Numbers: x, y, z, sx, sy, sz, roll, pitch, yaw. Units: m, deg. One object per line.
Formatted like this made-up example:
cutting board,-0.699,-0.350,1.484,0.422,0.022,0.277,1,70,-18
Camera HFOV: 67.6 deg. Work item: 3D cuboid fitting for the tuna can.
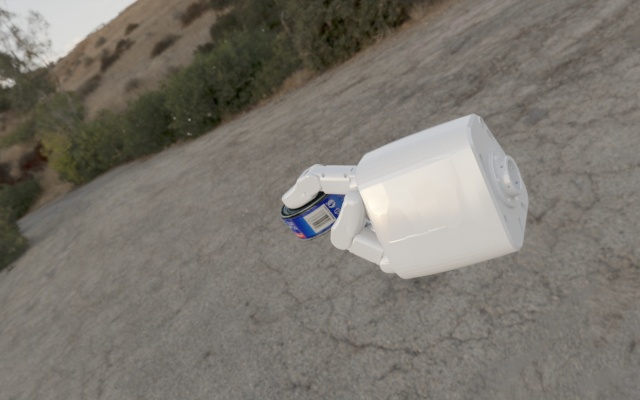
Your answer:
tuna can,0.000,0.001,0.503,0.086,0.034,0.086,-34,19,13
